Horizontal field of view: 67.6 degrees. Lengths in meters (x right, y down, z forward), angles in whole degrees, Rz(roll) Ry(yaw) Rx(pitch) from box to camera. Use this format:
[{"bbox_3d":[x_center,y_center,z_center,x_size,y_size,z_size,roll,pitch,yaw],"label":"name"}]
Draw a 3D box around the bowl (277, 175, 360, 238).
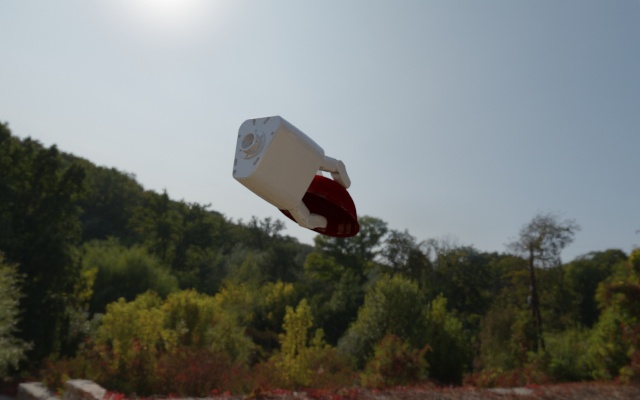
[{"bbox_3d":[0.001,0.003,0.831,0.162,0.055,0.162,19,-25,9],"label":"bowl"}]
